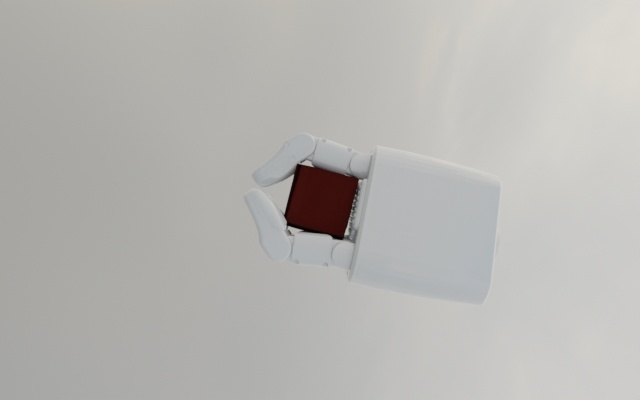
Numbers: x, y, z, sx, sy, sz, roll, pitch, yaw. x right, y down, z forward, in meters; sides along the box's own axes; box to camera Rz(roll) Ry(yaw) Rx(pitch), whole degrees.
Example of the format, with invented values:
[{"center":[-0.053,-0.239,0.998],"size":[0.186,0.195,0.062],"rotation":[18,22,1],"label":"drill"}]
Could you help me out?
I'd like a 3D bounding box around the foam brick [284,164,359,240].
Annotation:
[{"center":[0.000,0.001,0.414],"size":[0.051,0.053,0.078],"rotation":[14,1,0],"label":"foam brick"}]
